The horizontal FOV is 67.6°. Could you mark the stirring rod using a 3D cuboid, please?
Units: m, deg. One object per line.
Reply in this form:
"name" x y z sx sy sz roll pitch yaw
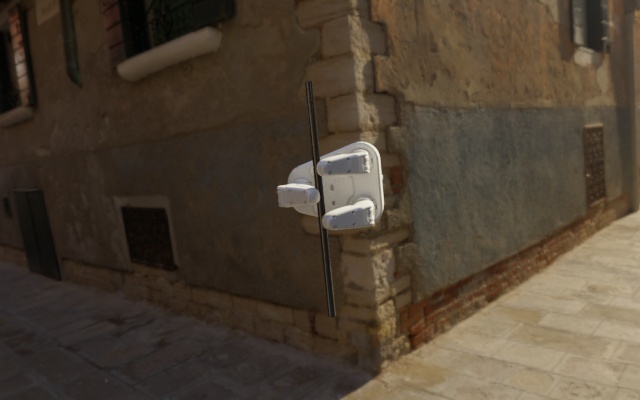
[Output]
"stirring rod" 0.000 0.002 0.485 0.011 0.239 0.011 -6 6 1
